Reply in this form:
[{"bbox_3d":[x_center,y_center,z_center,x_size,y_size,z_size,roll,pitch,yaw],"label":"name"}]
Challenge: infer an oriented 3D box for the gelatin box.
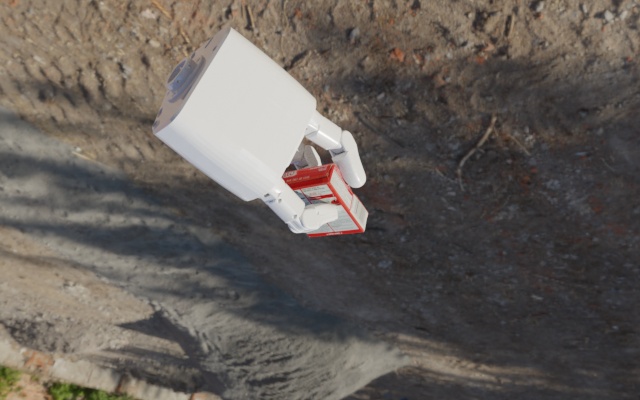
[{"bbox_3d":[0.000,0.002,0.518,0.073,0.030,0.089,-8,-43,31],"label":"gelatin box"}]
